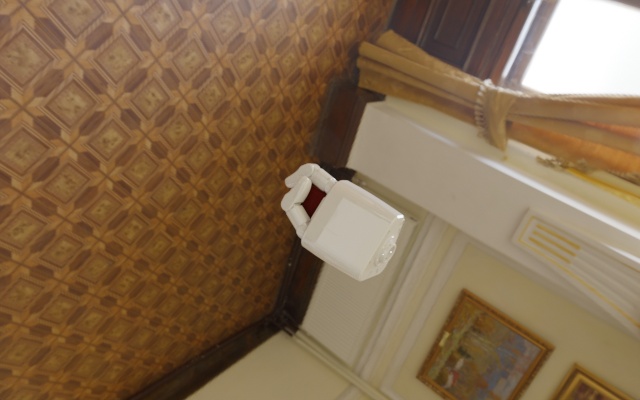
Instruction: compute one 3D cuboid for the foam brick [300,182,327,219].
[{"bbox_3d":[0.000,0.002,0.750,0.051,0.053,0.078,31,17,26],"label":"foam brick"}]
